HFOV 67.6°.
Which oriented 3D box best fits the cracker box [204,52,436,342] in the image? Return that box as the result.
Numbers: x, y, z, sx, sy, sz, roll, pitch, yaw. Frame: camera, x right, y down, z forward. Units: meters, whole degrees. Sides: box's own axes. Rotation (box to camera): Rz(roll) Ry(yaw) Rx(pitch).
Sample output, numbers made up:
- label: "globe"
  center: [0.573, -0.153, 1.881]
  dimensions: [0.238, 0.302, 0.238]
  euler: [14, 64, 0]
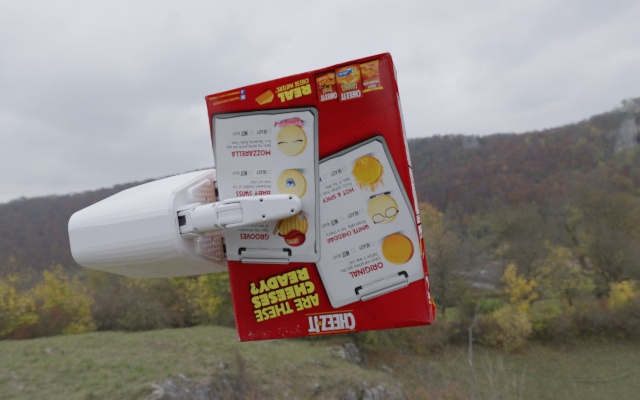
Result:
- label: "cracker box"
  center: [0.000, 0.001, 0.413]
  dimensions: [0.164, 0.213, 0.072]
  euler: [-9, -2, 15]
